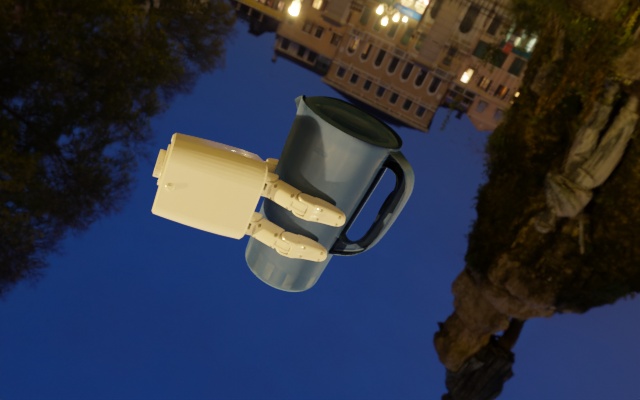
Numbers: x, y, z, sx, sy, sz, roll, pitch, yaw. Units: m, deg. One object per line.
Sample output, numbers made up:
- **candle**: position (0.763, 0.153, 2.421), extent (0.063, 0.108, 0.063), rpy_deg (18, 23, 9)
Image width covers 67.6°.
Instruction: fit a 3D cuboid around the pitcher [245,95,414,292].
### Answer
- **pitcher**: position (0.000, 0.002, 0.607), extent (0.145, 0.243, 0.149), rpy_deg (17, 26, -18)
